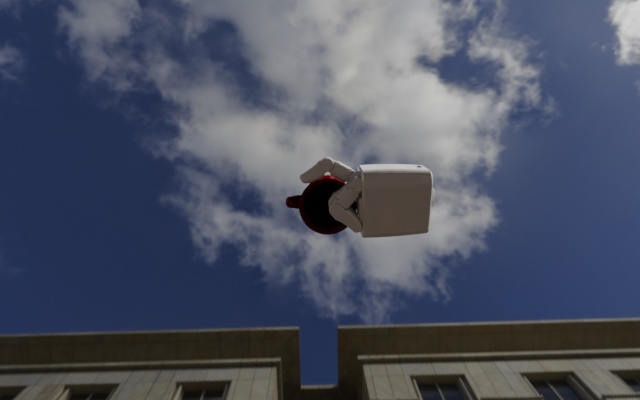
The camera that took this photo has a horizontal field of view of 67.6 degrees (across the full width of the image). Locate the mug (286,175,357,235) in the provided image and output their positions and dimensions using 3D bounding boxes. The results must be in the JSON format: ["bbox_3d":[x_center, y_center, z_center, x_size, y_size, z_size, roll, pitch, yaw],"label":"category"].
[{"bbox_3d":[-0.001,0.003,0.805,0.117,0.093,0.081,-2,12,1],"label":"mug"}]
